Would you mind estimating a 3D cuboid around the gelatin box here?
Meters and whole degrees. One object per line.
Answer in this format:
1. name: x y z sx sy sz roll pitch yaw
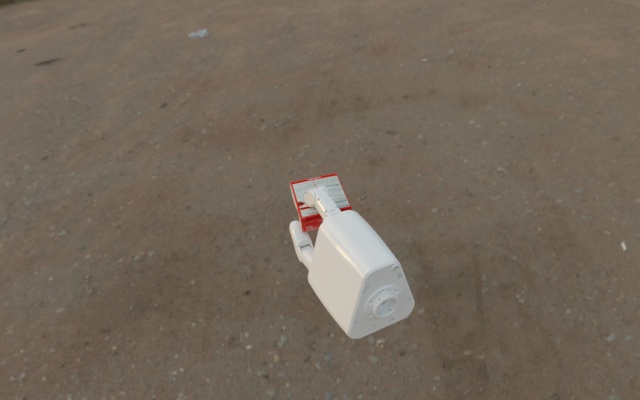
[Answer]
1. gelatin box: 0.000 0.002 0.691 0.073 0.030 0.089 -12 40 -6
